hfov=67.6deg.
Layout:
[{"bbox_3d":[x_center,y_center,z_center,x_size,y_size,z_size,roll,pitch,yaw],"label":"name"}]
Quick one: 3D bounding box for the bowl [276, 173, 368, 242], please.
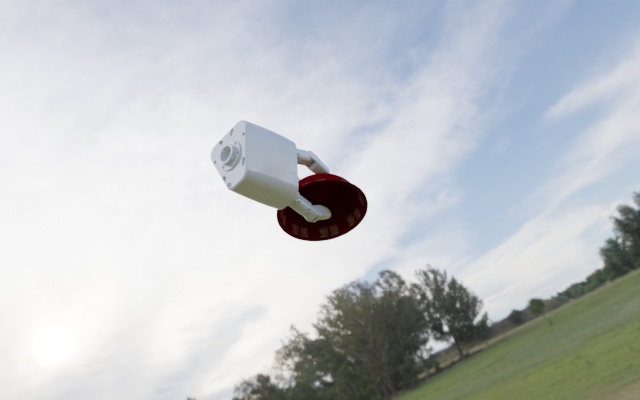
[{"bbox_3d":[0.001,0.003,0.849,0.162,0.055,0.162,-6,-43,-6],"label":"bowl"}]
